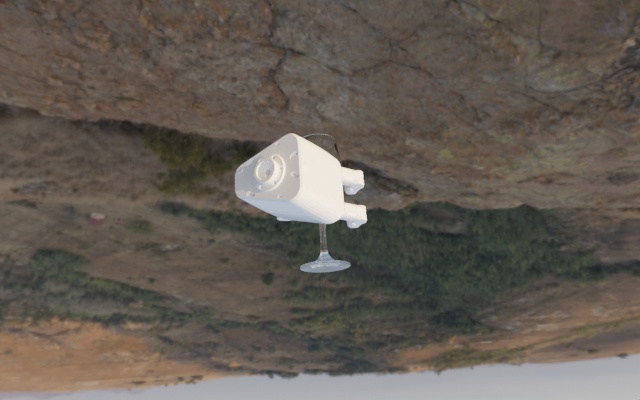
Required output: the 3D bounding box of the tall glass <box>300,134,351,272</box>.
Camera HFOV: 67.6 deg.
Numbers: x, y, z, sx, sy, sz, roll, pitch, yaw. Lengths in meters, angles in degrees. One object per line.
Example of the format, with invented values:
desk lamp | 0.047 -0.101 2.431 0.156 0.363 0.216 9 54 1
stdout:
tall glass | 0.000 0.003 0.721 0.079 0.201 0.079 -4 -19 -1
